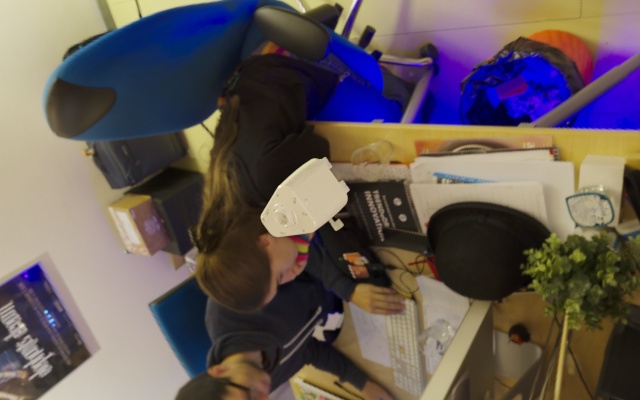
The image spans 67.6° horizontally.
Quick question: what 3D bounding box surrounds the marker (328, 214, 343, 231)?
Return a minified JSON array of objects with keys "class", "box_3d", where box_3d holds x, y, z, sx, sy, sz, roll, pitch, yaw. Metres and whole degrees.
[{"class":"marker","box_3d":[0.000,0.003,0.888,0.020,0.121,0.020,-36,5,3]}]
